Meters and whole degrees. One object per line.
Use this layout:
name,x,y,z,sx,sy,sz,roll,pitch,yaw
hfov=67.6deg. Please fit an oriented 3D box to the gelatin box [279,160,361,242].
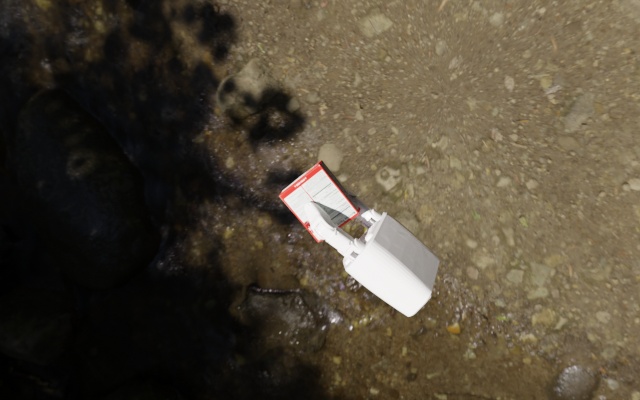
gelatin box,0.000,0.002,0.657,0.073,0.089,0.030,-37,9,17
